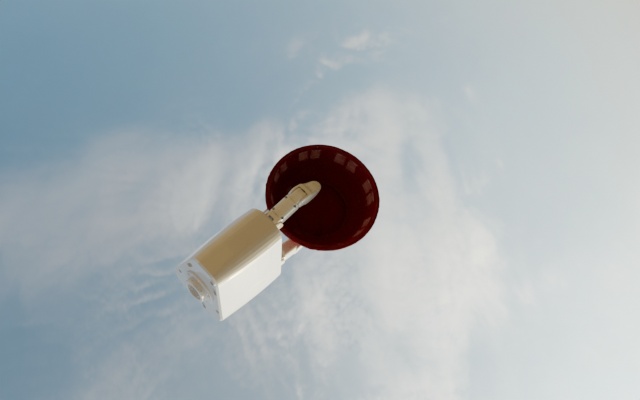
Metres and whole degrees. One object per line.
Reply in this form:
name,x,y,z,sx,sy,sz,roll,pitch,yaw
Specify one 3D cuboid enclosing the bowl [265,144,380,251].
bowl,0.001,0.002,0.687,0.162,0.162,0.055,0,-22,-9
